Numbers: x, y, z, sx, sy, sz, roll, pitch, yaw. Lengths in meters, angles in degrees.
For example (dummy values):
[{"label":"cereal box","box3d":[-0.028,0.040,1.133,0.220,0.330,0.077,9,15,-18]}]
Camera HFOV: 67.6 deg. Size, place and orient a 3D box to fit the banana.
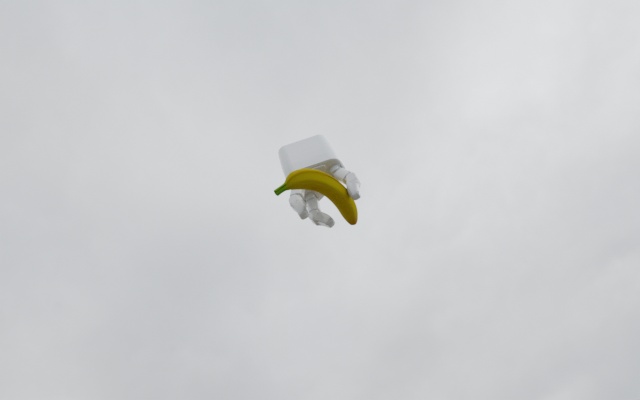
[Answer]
[{"label":"banana","box3d":[0.008,-0.013,0.866,0.198,0.070,0.037,23,21,-35]}]
